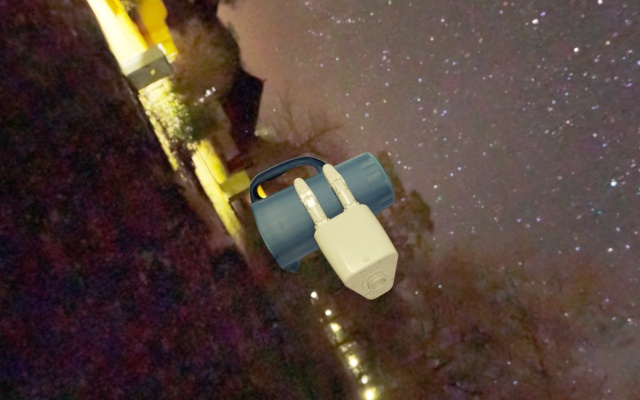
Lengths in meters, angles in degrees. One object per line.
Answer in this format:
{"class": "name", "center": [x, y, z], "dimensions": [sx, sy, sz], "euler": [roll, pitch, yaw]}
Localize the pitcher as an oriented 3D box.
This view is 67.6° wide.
{"class": "pitcher", "center": [0.000, 0.003, 0.854], "dimensions": [0.243, 0.145, 0.149], "euler": [-28, -39, -5]}
